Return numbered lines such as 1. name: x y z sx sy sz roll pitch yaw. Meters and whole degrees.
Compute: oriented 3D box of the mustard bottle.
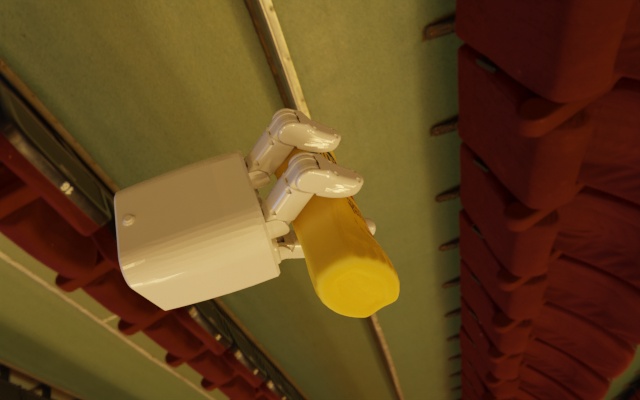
1. mustard bottle: 0.000 0.001 0.412 0.058 0.191 0.096 -34 -40 11
